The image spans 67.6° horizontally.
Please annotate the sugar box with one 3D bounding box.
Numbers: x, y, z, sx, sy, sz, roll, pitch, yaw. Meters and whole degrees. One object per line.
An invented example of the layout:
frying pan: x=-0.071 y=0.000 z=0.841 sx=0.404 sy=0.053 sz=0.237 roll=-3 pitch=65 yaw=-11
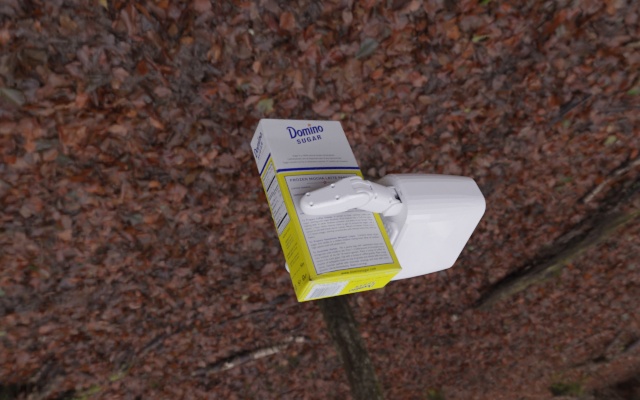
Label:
sugar box: x=0.000 y=0.002 z=0.457 sx=0.093 sy=0.176 sz=0.048 roll=-3 pitch=-34 yaw=-28
